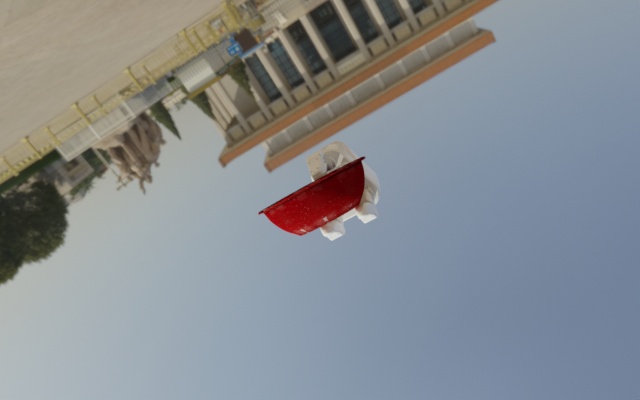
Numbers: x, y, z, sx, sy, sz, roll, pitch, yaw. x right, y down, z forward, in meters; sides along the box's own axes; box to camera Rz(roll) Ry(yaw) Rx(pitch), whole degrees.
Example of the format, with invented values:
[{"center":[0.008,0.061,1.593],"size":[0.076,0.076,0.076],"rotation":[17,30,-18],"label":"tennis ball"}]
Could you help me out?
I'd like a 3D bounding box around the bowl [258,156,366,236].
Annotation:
[{"center":[0.000,0.003,0.637],"size":[0.162,0.055,0.162],"rotation":[-28,0,0],"label":"bowl"}]
